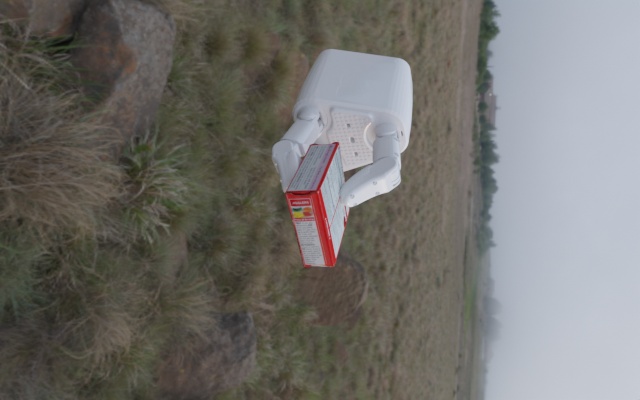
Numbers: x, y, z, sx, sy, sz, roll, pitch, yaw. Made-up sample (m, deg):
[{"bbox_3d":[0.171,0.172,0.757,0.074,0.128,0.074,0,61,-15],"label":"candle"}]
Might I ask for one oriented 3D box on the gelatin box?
[{"bbox_3d":[0.000,0.002,0.409,0.030,0.073,0.089,-2,32,15],"label":"gelatin box"}]
